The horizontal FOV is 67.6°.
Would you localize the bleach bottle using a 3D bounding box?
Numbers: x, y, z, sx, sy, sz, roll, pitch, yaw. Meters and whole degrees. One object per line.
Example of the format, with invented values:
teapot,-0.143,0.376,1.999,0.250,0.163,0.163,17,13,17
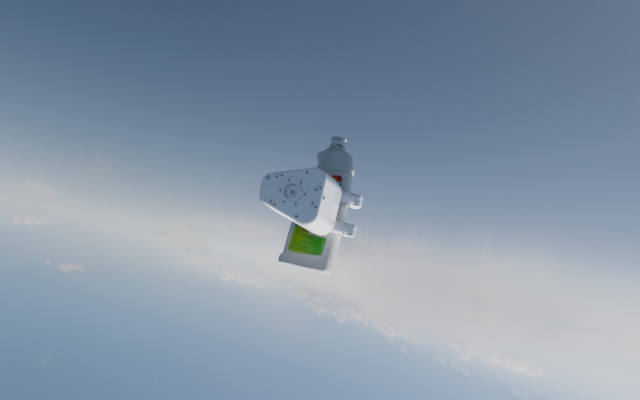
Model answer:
bleach bottle,0.000,0.003,0.888,0.102,0.251,0.068,11,-8,16
